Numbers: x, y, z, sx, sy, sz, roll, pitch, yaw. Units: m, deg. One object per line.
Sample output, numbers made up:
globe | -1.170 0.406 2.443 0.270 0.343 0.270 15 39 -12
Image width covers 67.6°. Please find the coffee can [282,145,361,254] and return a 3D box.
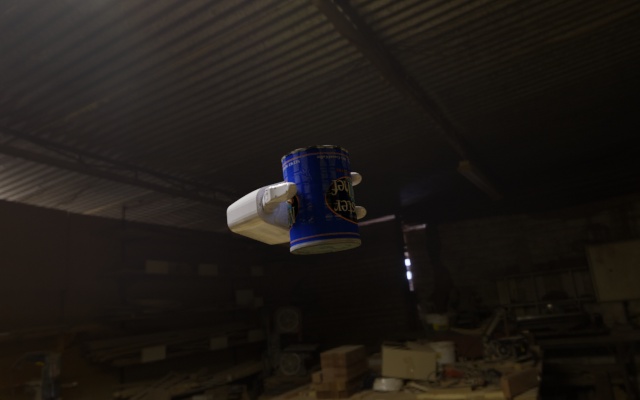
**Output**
coffee can | 0.000 0.002 0.703 0.103 0.140 0.103 -6 -12 -1
